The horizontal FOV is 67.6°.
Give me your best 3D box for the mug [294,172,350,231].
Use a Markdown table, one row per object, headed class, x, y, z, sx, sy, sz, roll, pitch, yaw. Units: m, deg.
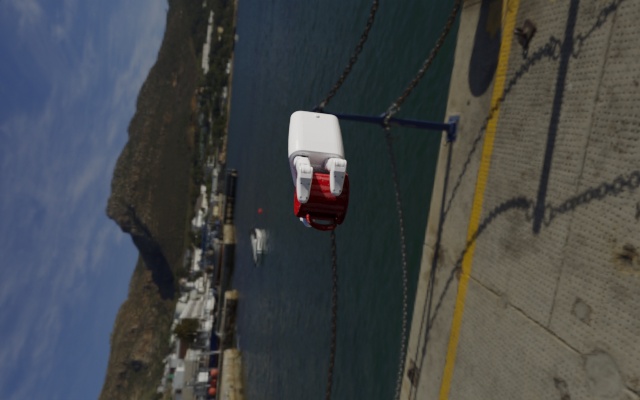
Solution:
| class | x | y | z | sx | sy | sz | roll | pitch | yaw |
| --- | --- | --- | --- | --- | --- | --- | --- | --- | --- |
| mug | 0.000 | 0.004 | 0.829 | 0.081 | 0.117 | 0.093 | 6 | -37 | -11 |
